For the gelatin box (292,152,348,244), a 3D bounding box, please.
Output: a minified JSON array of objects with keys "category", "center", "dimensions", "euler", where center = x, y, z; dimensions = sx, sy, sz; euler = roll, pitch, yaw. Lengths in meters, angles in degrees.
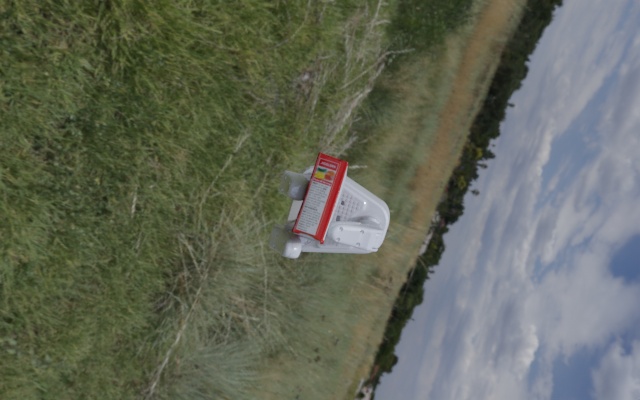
[{"category":"gelatin box","center":[0.000,0.002,0.445],"dimensions":[0.030,0.073,0.089],"euler":[19,-6,3]}]
